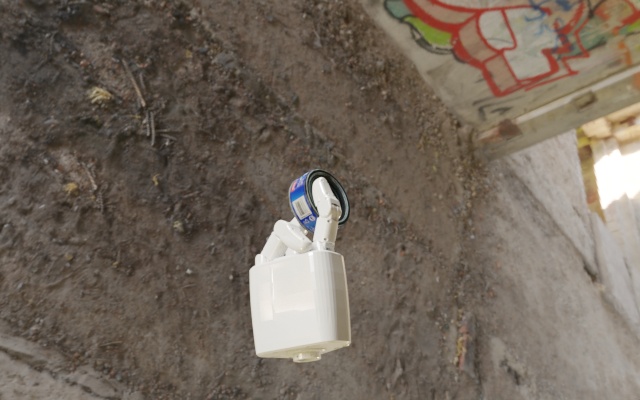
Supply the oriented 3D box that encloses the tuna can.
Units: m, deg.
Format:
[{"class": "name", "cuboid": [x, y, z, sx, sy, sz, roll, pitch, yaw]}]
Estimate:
[{"class": "tuna can", "cuboid": [0.000, 0.002, 0.636, 0.034, 0.086, 0.086, -30, -19, 36]}]
